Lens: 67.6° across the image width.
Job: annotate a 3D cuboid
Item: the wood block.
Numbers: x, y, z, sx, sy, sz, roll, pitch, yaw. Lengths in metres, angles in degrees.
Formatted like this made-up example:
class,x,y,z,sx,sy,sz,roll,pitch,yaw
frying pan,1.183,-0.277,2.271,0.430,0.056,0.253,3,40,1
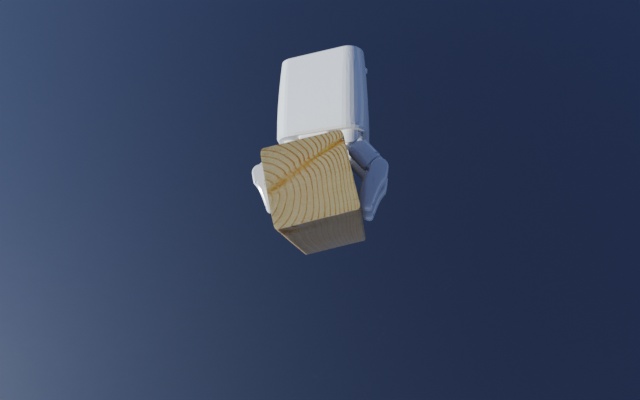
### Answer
class,x,y,z,sx,sy,sz,roll,pitch,yaw
wood block,0.000,0.002,0.581,0.091,0.090,0.206,-13,-15,4
